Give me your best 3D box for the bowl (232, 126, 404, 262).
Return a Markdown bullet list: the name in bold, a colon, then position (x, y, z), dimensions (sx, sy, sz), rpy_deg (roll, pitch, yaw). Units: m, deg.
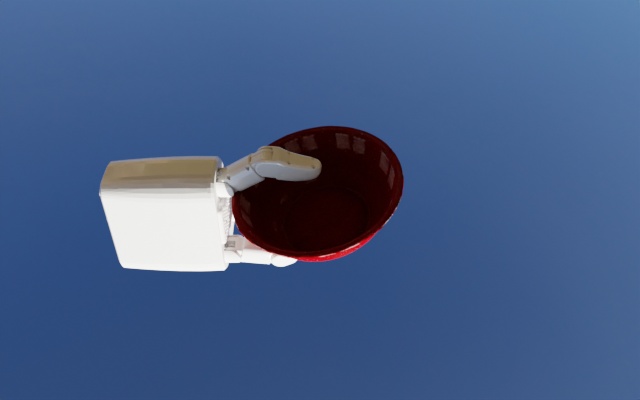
- **bowl**: position (0.001, 0.002, 0.458), dimensions (0.162, 0.162, 0.055), rpy_deg (0, -40, 15)
